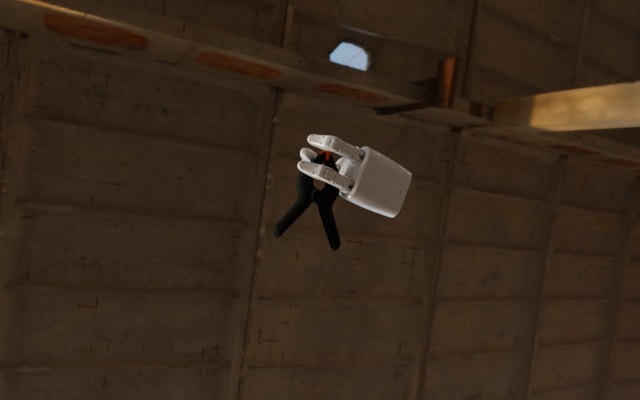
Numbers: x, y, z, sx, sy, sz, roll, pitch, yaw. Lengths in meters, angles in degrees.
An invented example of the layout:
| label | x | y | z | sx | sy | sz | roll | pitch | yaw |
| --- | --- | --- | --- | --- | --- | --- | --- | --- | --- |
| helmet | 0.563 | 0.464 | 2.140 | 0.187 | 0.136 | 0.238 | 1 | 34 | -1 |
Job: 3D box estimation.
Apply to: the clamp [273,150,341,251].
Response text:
| label | x | y | z | sx | sy | sz | roll | pitch | yaw |
| --- | --- | --- | --- | --- | --- | --- | --- | --- | --- |
| clamp | 0.000 | 0.002 | 0.821 | 0.120 | 0.171 | 0.039 | 24 | -6 | -24 |
